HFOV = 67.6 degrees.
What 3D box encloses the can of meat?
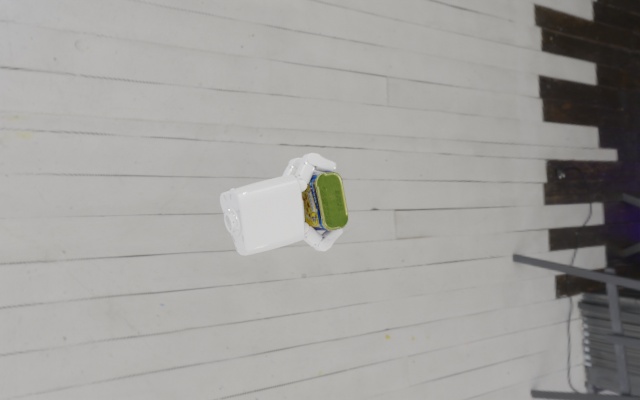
[{"bbox_3d":[0.000,0.003,0.817,0.057,0.102,0.084,-13,4,-29],"label":"can of meat"}]
